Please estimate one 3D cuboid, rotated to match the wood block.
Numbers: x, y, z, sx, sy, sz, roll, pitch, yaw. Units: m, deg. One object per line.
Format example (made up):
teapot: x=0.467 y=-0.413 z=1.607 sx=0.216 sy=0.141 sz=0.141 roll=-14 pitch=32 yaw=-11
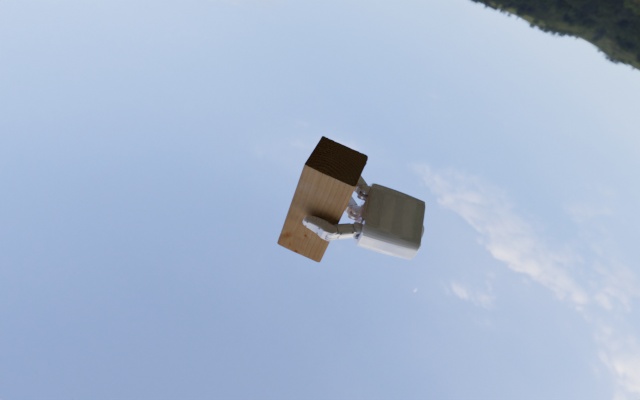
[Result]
wood block: x=0.000 y=0.003 z=0.845 sx=0.090 sy=0.206 sz=0.090 roll=24 pitch=43 yaw=2
